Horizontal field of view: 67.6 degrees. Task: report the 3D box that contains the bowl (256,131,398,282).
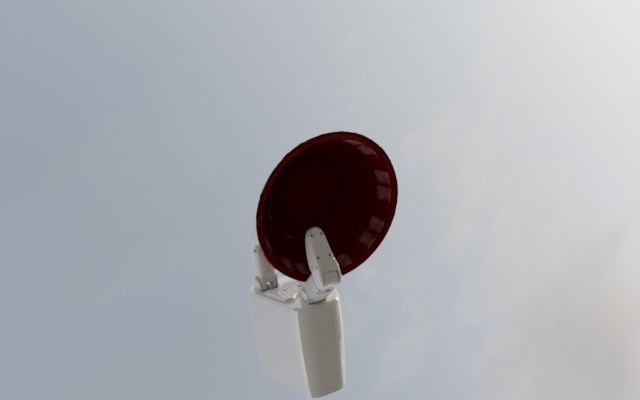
[{"bbox_3d":[0.000,0.000,0.499,0.162,0.162,0.055,0,20,-29],"label":"bowl"}]
